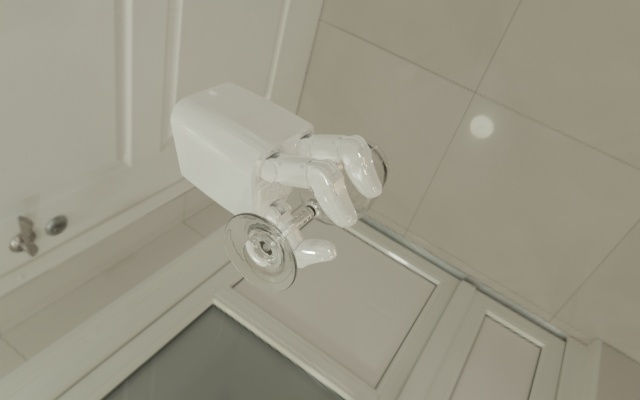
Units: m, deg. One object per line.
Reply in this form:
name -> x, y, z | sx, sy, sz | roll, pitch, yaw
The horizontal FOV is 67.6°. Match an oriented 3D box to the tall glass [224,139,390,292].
tall glass -> 0.000, 0.002, 0.465 | 0.079, 0.079, 0.201 | 0, 25, 35
